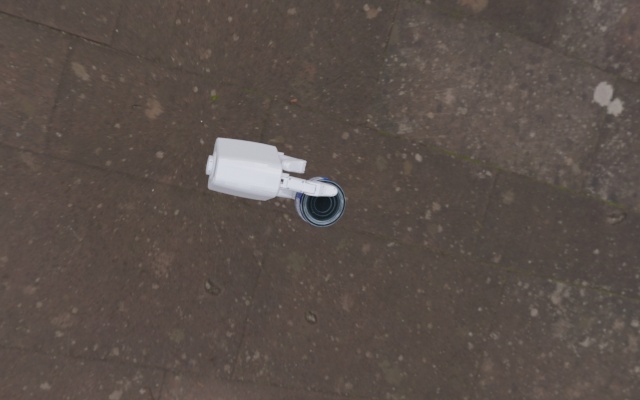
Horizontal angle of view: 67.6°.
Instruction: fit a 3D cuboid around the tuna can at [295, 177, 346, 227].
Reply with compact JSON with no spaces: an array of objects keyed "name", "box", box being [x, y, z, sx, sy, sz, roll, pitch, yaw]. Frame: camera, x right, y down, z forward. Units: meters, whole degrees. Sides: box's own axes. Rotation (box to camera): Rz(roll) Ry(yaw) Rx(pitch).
[{"name":"tuna can","box":[0.000,0.003,0.836,0.086,0.086,0.033,0,10,-20]}]
